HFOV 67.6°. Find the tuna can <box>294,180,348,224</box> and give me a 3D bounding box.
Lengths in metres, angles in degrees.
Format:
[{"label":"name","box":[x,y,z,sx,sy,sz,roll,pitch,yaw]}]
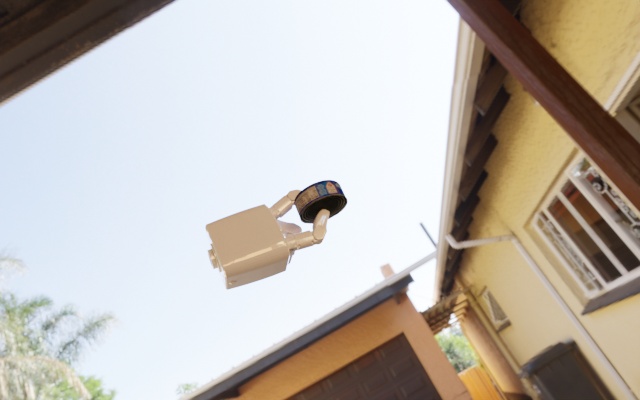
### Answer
[{"label":"tuna can","box":[0.000,0.002,0.801,0.086,0.033,0.086,-19,-26,-10]}]
